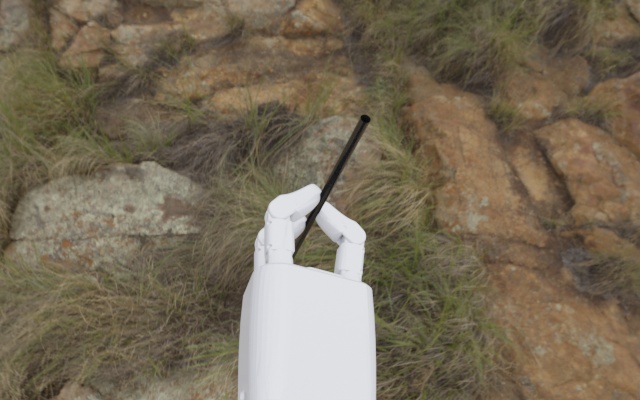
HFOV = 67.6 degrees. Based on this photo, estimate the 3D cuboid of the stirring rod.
[{"bbox_3d":[0.000,0.002,0.450,0.011,0.011,0.240,0,-31,-19],"label":"stirring rod"}]
